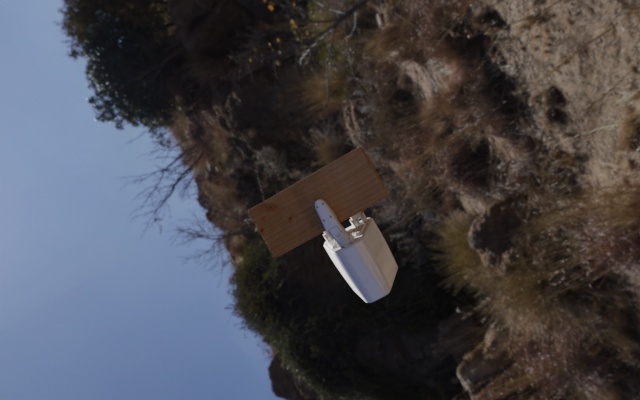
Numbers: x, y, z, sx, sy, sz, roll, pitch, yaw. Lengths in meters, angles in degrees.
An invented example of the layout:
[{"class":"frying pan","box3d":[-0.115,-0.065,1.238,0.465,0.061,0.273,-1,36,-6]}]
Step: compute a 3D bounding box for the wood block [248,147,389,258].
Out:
[{"class":"wood block","box3d":[0.000,0.003,0.787,0.206,0.090,0.091,-29,-2,9]}]
